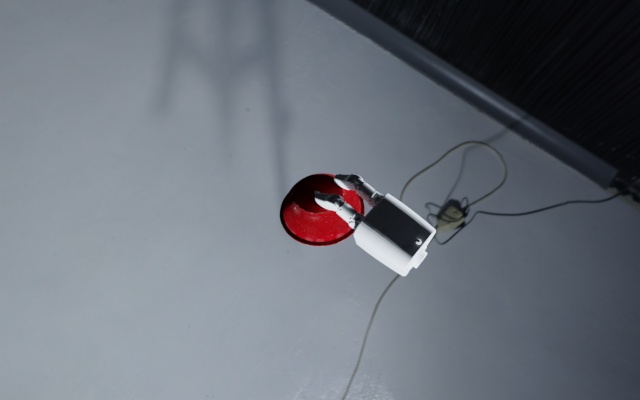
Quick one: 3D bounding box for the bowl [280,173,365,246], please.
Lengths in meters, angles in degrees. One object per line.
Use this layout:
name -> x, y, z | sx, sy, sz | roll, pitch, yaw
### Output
bowl -> -0.001, 0.002, 0.882 | 0.162, 0.162, 0.055 | 0, -37, 8
